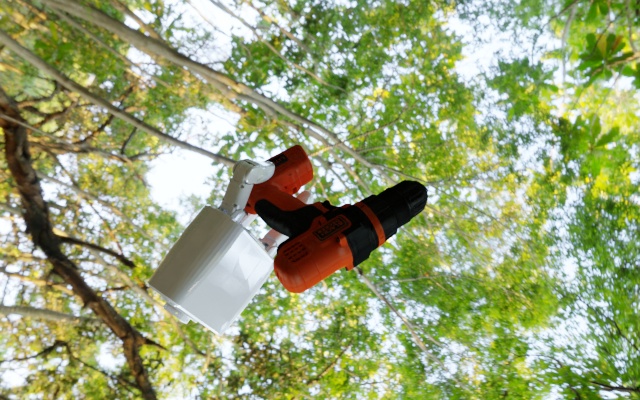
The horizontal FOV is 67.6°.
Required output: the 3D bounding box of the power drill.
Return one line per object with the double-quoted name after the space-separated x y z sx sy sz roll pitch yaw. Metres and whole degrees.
0.000 0.002 0.538 0.184 0.057 0.187 -29 39 -19 "power drill"
